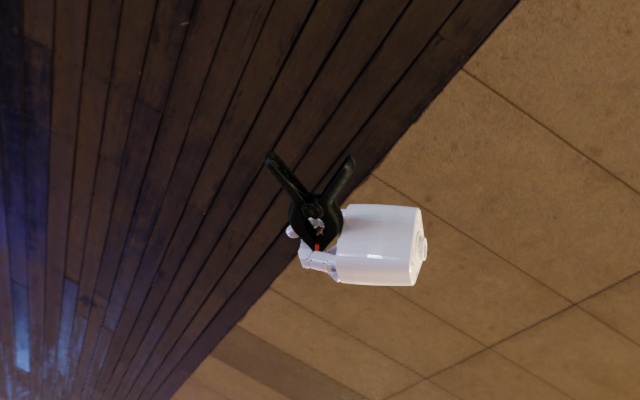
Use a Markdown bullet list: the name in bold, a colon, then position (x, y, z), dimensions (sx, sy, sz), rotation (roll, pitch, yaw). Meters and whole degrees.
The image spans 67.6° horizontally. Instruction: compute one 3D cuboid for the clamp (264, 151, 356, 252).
- **clamp**: position (0.000, 0.003, 0.658), dimensions (0.120, 0.172, 0.039), rotation (1, 40, 23)
